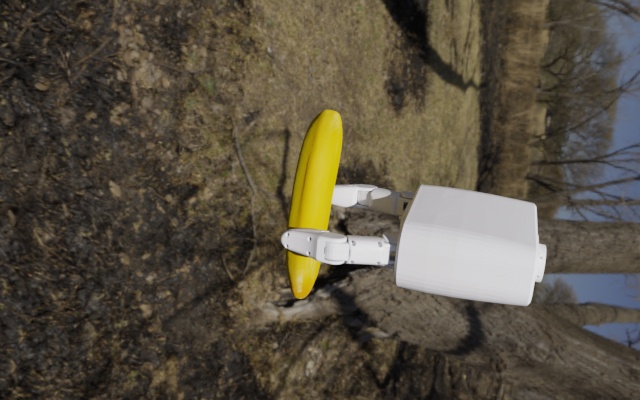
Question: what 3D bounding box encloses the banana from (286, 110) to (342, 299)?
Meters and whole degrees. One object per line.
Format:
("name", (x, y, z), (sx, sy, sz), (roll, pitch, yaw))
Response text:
("banana", (-0.004, -0.007, 0.452), (0.037, 0.197, 0.070), (8, -14, 16))
